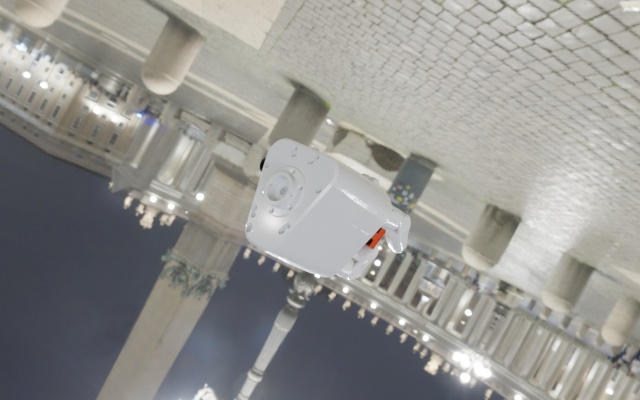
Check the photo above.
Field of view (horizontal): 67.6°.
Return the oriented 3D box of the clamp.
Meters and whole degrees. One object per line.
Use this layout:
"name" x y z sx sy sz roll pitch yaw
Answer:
"clamp" 0.000 0.003 0.587 0.171 0.039 0.120 27 -4 39
